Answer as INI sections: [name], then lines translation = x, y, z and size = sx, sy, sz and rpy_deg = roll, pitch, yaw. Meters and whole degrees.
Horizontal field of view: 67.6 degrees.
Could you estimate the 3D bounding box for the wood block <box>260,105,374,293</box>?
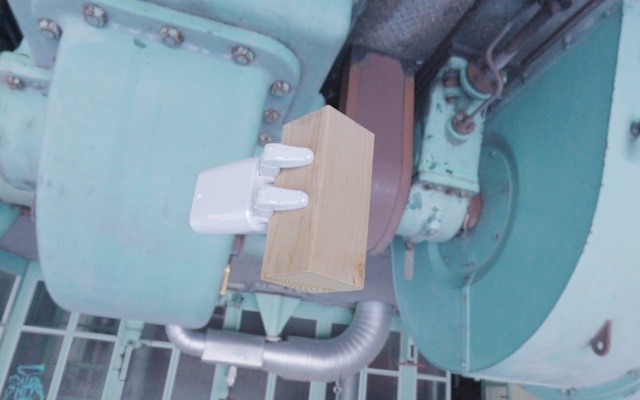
[wood block]
translation = 0.000, 0.002, 0.592
size = 0.090, 0.206, 0.091
rpy_deg = -15, -30, 43
